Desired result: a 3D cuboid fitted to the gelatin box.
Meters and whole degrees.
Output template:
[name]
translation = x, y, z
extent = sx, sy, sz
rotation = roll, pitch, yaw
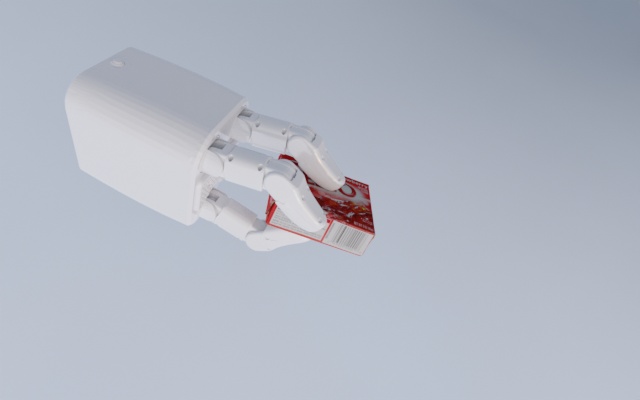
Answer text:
[gelatin box]
translation = 0.000, 0.002, 0.408
extent = 0.089, 0.030, 0.073
rotation = 20, 33, -13
